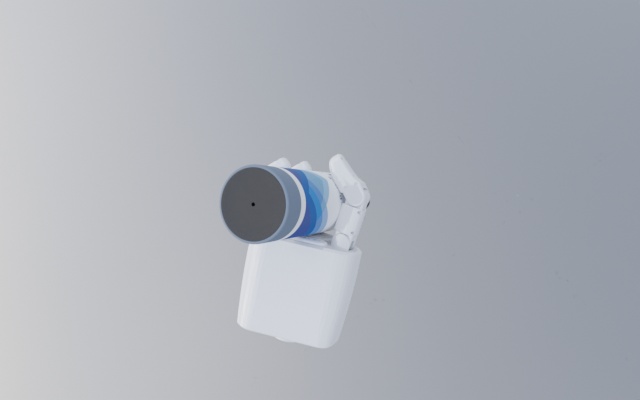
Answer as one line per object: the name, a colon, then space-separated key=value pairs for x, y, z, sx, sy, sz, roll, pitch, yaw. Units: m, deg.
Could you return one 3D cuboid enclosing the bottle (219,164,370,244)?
bottle: x=0.000 y=0.002 z=0.530 sx=0.069 sy=0.069 sz=0.296 roll=0 pitch=1 yaw=22
